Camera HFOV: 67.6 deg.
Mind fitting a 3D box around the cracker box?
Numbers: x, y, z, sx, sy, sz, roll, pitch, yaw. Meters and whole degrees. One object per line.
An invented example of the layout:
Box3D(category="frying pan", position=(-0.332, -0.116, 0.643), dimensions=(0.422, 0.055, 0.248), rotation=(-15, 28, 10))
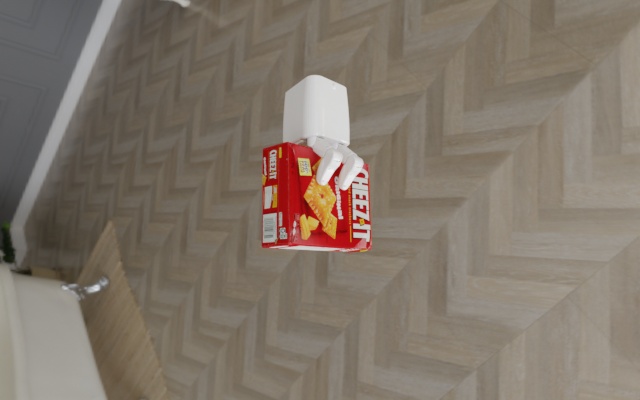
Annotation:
Box3D(category="cracker box", position=(0.000, 0.003, 0.819), dimensions=(0.072, 0.164, 0.214), rotation=(-9, -12, 42))
